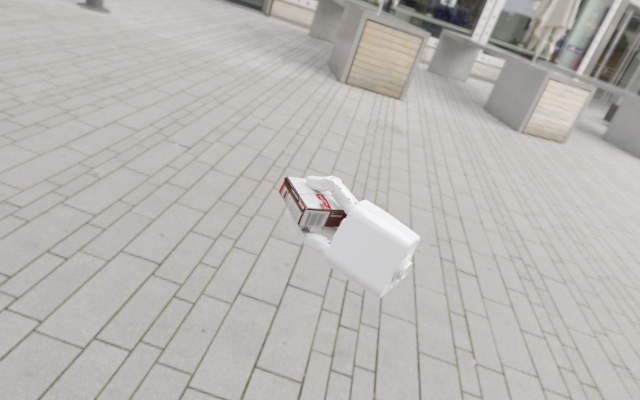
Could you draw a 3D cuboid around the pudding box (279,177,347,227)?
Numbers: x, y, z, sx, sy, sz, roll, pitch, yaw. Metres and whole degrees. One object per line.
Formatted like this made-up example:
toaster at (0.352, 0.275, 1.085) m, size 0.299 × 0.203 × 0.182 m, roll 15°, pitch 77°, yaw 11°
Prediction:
pudding box at (0.000, 0.002, 0.789) m, size 0.113 × 0.039 × 0.090 m, roll 5°, pitch 34°, yaw -34°
